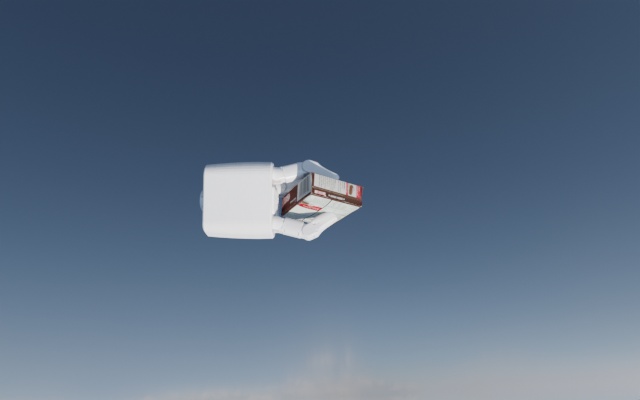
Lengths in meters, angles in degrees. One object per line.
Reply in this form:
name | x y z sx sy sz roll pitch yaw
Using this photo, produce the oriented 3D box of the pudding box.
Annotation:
pudding box | 0.000 0.003 0.748 0.090 0.039 0.113 14 -24 -24
